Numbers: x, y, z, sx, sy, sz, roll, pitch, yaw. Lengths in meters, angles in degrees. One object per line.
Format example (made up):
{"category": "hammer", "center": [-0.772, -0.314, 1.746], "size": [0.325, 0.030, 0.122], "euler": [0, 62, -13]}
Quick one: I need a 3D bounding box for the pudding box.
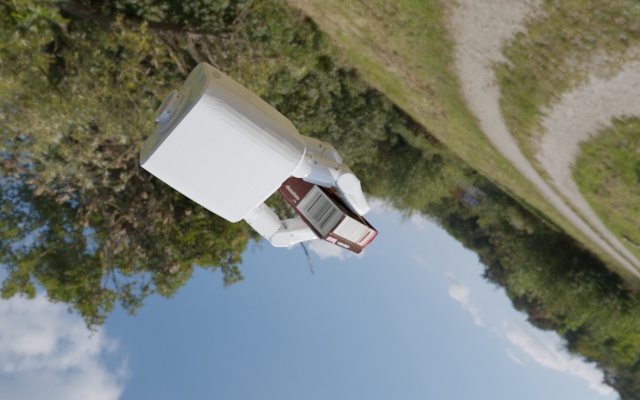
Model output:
{"category": "pudding box", "center": [0.000, 0.002, 0.512], "size": [0.113, 0.039, 0.090], "euler": [49, 11, 30]}
